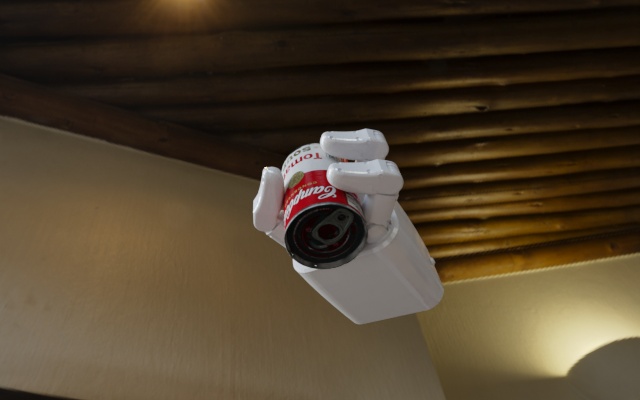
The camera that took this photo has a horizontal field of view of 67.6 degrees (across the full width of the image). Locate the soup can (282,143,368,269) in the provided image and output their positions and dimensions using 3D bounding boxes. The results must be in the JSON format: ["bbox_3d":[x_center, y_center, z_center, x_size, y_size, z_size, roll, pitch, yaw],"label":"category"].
[{"bbox_3d":[0.000,0.001,0.423,0.068,0.068,0.102,0,35,-7],"label":"soup can"}]
